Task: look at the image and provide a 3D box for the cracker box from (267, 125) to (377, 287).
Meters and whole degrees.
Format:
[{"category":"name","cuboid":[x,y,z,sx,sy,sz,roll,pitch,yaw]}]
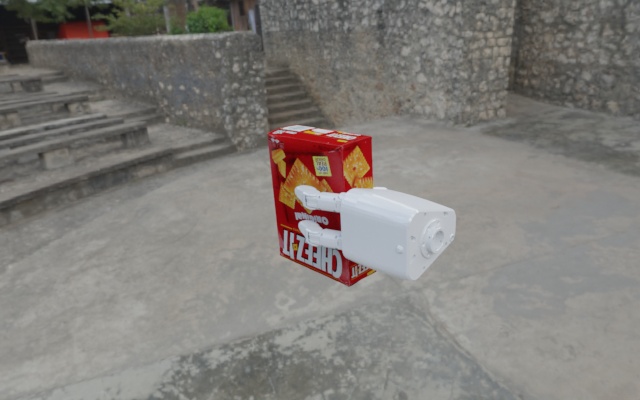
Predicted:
[{"category":"cracker box","cuboid":[0.000,0.002,0.724,0.072,0.214,0.164,-21,27,-39]}]
